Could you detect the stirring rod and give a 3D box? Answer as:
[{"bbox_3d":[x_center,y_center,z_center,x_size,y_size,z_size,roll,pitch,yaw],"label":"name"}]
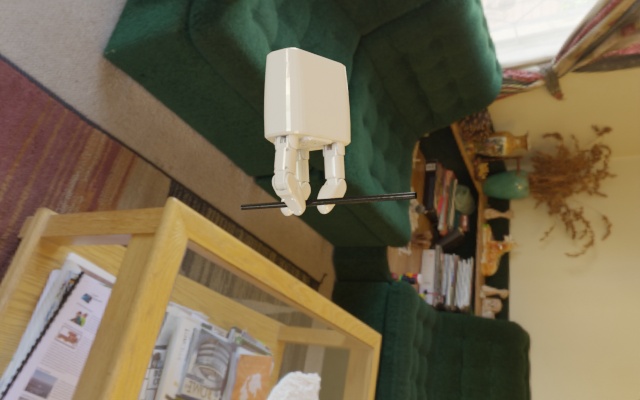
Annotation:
[{"bbox_3d":[0.000,0.002,0.583,0.239,0.011,0.011,-4,-2,29],"label":"stirring rod"}]
